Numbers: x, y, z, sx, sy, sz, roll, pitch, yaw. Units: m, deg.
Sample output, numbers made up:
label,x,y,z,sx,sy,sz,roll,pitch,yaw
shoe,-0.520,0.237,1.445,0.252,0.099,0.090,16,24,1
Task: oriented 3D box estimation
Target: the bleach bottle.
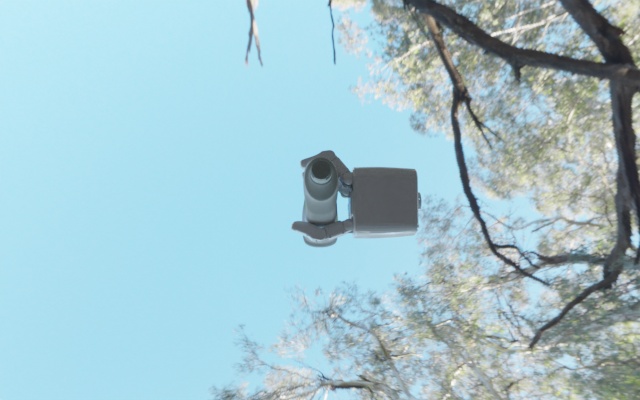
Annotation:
label,x,y,z,sx,sy,sz,roll,pitch,yaw
bleach bottle,0.000,0.002,0.788,0.068,0.102,0.251,-1,-18,-1
